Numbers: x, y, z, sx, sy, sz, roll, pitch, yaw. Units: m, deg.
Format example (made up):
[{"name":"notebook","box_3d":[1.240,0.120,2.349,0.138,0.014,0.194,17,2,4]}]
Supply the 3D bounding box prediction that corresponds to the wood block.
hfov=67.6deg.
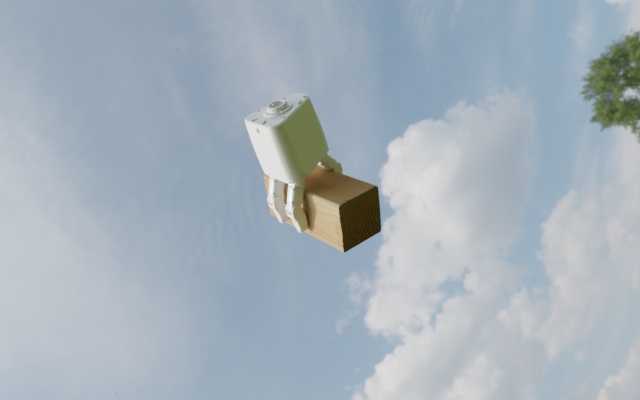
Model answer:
[{"name":"wood block","box_3d":[0.000,0.002,0.845,0.091,0.090,0.206,-27,32,-32]}]
